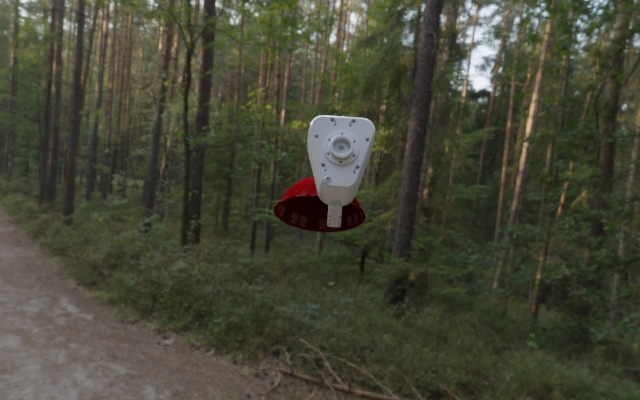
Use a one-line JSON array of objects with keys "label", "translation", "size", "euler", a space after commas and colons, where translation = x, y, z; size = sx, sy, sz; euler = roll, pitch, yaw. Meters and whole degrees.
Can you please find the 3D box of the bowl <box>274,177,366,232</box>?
[{"label": "bowl", "translation": [0.000, 0.003, 0.850], "size": [0.162, 0.055, 0.162], "euler": [4, -25, 2]}]
